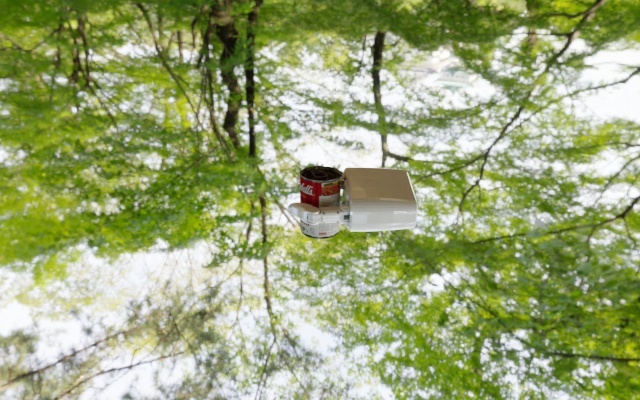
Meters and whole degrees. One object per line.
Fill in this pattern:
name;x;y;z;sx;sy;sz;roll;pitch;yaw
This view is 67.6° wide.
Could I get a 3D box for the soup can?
soup can;0.000;0.003;0.776;0.068;0.102;0.068;1;24;0
